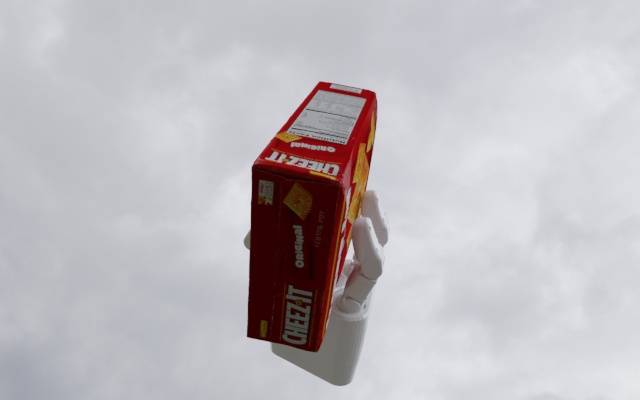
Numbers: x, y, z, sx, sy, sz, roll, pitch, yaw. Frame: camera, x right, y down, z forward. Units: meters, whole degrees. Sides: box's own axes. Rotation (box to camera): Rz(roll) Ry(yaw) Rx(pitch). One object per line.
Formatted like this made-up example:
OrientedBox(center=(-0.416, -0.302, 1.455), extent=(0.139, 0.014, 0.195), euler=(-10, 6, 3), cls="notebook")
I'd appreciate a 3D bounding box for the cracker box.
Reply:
OrientedBox(center=(0.000, 0.001, 0.442), extent=(0.072, 0.164, 0.213), euler=(11, 31, 8), cls="cracker box")
